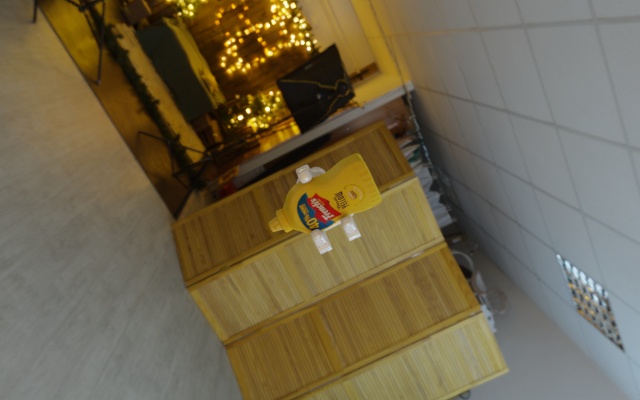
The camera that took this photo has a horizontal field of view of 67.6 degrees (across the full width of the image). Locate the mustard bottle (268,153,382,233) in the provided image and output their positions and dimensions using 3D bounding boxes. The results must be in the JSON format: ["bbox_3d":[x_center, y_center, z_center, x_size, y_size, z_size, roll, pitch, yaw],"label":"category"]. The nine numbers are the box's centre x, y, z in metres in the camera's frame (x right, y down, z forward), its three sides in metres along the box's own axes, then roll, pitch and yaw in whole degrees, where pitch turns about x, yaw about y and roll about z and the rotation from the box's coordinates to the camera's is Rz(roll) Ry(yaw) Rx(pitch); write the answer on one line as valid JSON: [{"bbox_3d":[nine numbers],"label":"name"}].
[{"bbox_3d":[0.000,0.003,0.808,0.191,0.096,0.058,-26,32,4],"label":"mustard bottle"}]
